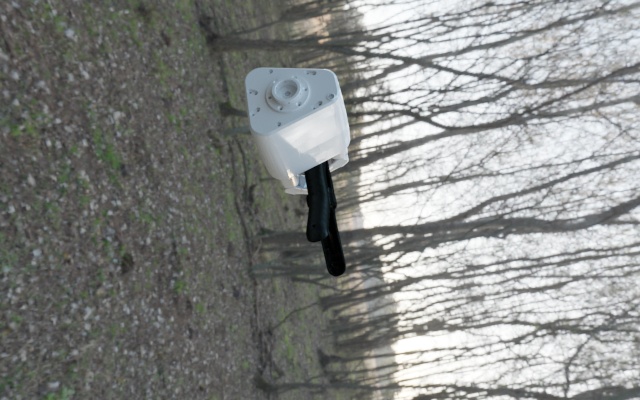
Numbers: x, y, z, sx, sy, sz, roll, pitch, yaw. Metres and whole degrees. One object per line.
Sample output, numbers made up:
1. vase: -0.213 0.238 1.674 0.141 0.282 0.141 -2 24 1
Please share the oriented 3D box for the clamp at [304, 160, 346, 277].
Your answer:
1. clamp: 0.001 0.002 0.606 0.039 0.171 0.120 -12 -23 3
